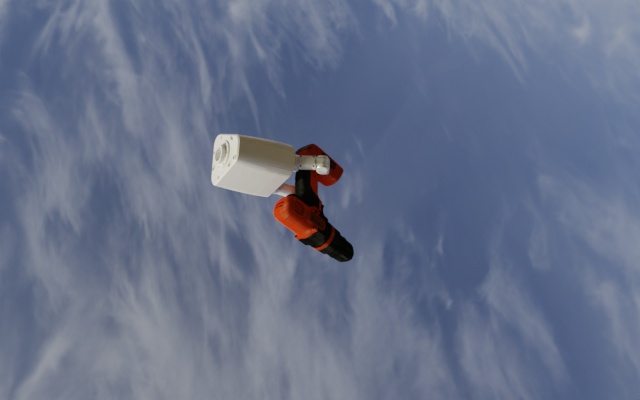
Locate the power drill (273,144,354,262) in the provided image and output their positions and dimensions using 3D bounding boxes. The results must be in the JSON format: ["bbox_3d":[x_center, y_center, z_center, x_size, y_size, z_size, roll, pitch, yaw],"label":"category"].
[{"bbox_3d":[0.000,0.002,0.869,0.057,0.187,0.184,-26,-49,31],"label":"power drill"}]
